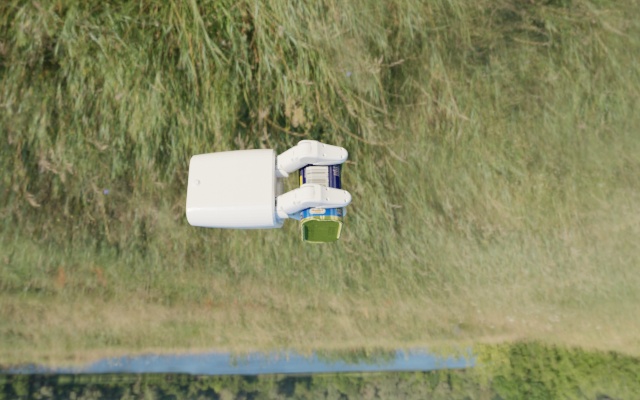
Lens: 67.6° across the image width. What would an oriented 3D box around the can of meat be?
[{"bbox_3d":[0.000,0.002,0.614,0.057,0.084,0.102,-1,-22,-1],"label":"can of meat"}]
